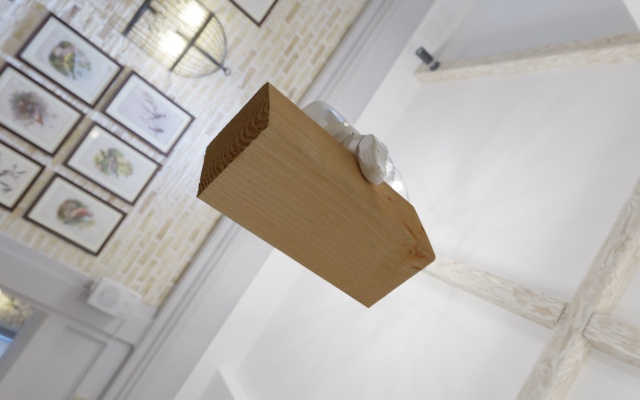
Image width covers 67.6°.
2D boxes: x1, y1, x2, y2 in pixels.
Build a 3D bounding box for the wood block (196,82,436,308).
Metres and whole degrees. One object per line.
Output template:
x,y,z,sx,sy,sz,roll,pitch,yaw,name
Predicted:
0.000,0.001,0.445,0.206,0.091,0.090,37,24,-27,wood block
